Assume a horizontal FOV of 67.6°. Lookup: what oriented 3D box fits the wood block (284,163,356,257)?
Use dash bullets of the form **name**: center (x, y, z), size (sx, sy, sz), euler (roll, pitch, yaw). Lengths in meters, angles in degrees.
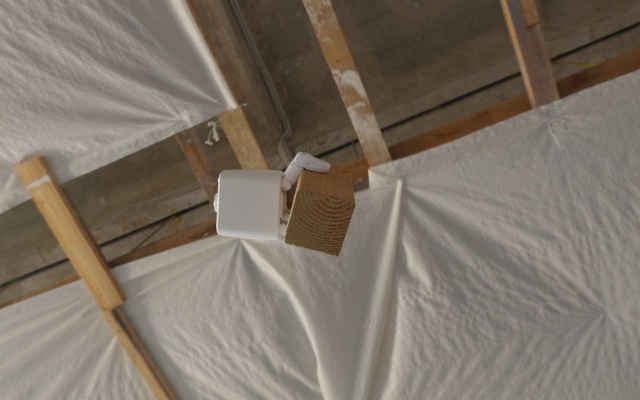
- **wood block**: center (0.000, 0.002, 0.801), size (0.090, 0.091, 0.206), euler (15, 18, -4)
